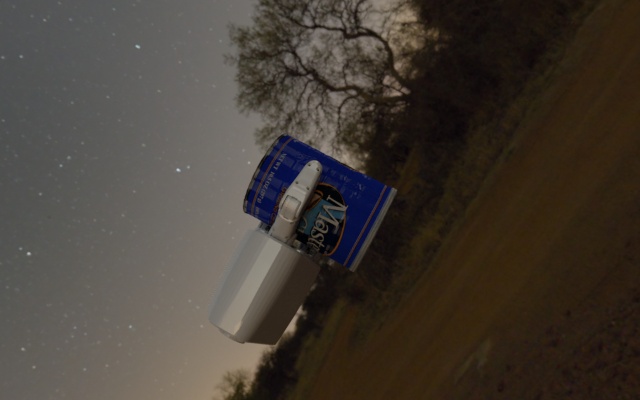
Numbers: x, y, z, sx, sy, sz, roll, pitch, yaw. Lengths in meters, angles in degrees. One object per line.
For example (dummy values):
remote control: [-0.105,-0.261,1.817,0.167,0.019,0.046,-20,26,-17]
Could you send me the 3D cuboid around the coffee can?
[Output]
coffee can: [0.000,0.002,0.534,0.140,0.103,0.103,28,3,6]
